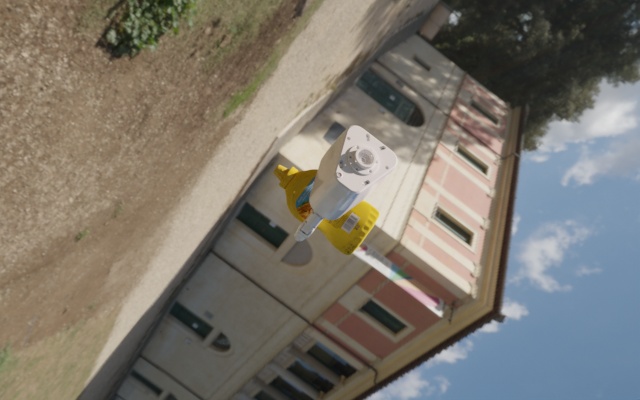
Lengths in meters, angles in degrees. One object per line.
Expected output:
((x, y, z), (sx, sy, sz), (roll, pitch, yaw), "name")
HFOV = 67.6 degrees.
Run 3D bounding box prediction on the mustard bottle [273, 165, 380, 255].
((0.000, 0.003, 0.823), (0.191, 0.096, 0.058), (37, -4, -3), "mustard bottle")
